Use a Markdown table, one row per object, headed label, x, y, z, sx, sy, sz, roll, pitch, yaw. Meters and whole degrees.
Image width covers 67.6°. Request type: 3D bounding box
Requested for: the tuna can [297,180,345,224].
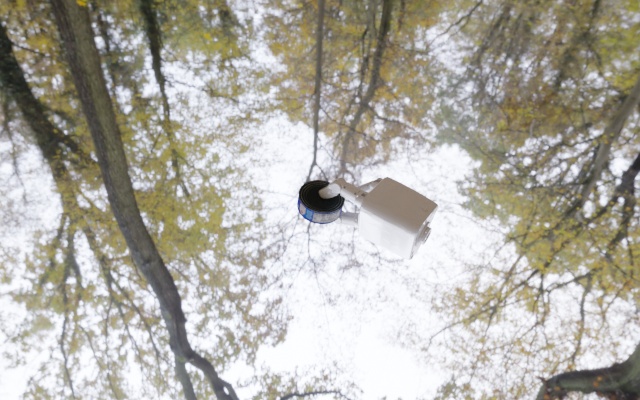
| label | x | y | z | sx | sy | sz | roll | pitch | yaw |
| --- | --- | --- | --- | --- | --- | --- | --- | --- | --- |
| tuna can | 0.000 | 0.003 | 0.876 | 0.086 | 0.034 | 0.086 | 6 | 43 | -6 |
